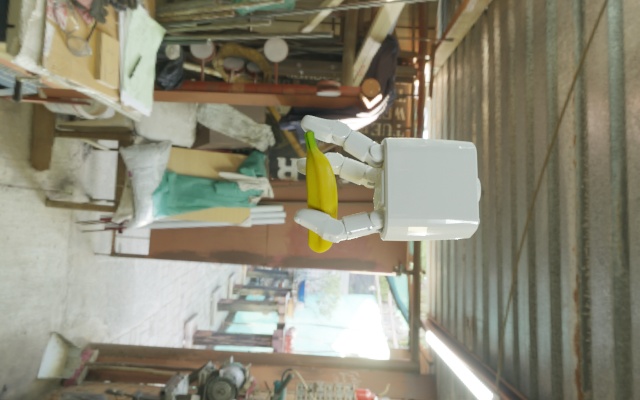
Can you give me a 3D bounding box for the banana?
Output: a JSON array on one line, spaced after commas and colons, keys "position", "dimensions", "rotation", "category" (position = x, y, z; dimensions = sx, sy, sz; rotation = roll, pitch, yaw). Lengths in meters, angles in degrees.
[{"position": [0.001, 0.012, 0.597], "dimensions": [0.037, 0.198, 0.069], "rotation": [-2, 43, -2], "category": "banana"}]
